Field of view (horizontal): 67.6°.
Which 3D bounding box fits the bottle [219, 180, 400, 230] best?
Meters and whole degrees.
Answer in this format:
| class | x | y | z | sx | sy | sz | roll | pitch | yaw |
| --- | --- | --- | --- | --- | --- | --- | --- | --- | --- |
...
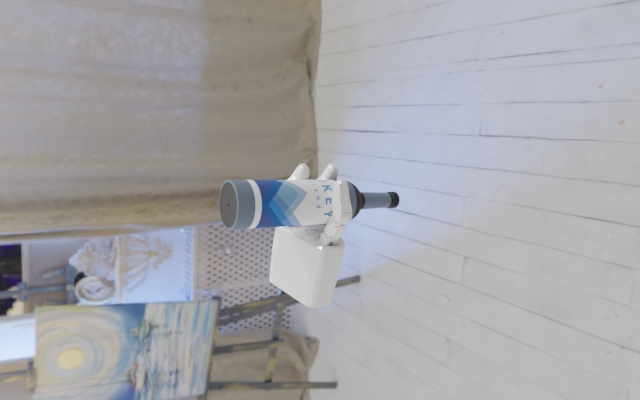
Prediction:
| class | x | y | z | sx | sy | sz | roll | pitch | yaw |
| --- | --- | --- | --- | --- | --- | --- | --- | --- | --- |
| bottle | 0.000 | 0.002 | 0.714 | 0.296 | 0.069 | 0.069 | -2 | 1 | -33 |
